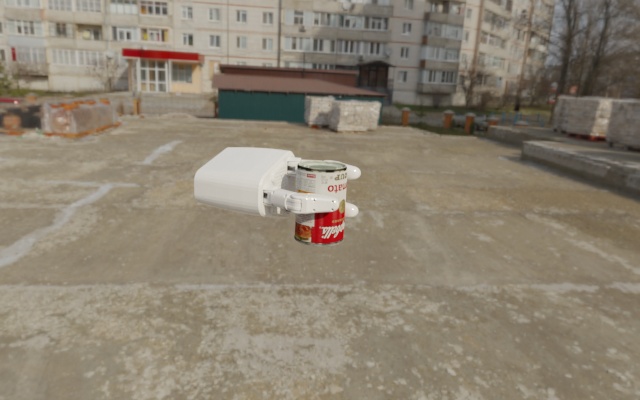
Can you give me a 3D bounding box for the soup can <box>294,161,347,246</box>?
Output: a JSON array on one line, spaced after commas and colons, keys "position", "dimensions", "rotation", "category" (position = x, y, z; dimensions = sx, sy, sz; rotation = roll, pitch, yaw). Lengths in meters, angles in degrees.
[{"position": [0.001, 0.002, 0.638], "dimensions": [0.068, 0.102, 0.068], "rotation": [2, 14, -1], "category": "soup can"}]
